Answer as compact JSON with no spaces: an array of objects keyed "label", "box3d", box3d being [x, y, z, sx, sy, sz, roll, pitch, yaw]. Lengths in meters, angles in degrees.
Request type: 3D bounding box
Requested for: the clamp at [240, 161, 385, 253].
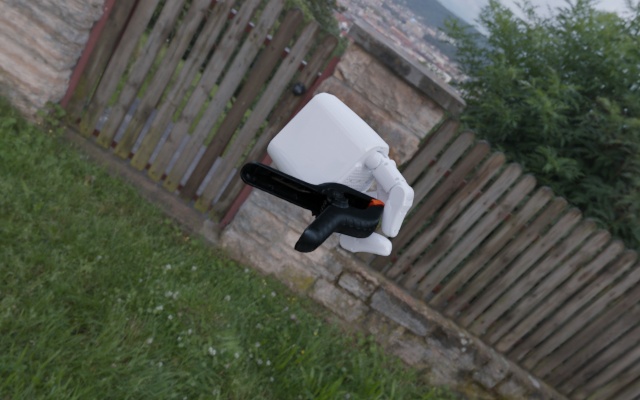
[{"label":"clamp","box3d":[0.001,0.001,0.496,0.171,0.039,0.120,0,44,-54]}]
